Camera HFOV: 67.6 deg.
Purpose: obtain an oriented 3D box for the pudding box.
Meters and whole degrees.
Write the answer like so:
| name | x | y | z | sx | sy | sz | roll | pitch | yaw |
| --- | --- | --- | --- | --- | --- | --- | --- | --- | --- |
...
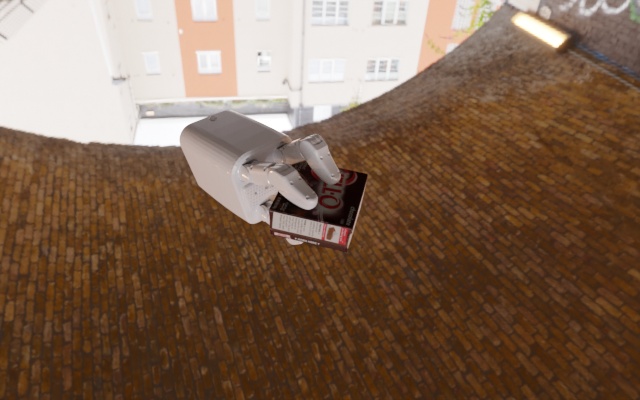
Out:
| name | x | y | z | sx | sy | sz | roll | pitch | yaw |
| --- | --- | --- | --- | --- | --- | --- | --- | --- | --- |
| pudding box | 0.000 | 0.002 | 0.536 | 0.090 | 0.039 | 0.113 | 12 | 38 | 7 |
